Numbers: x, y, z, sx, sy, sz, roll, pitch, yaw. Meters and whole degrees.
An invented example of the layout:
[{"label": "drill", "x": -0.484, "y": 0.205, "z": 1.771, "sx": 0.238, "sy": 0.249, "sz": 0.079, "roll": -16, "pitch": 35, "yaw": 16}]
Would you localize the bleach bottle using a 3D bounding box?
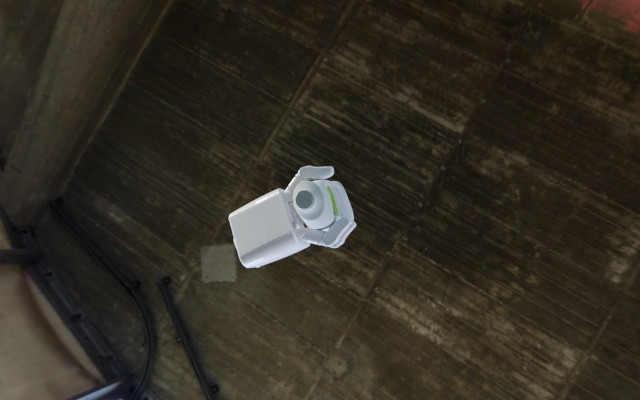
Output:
[{"label": "bleach bottle", "x": 0.000, "y": 0.003, "z": 0.832, "sx": 0.068, "sy": 0.102, "sz": 0.251, "roll": -24, "pitch": -10, "yaw": 10}]
